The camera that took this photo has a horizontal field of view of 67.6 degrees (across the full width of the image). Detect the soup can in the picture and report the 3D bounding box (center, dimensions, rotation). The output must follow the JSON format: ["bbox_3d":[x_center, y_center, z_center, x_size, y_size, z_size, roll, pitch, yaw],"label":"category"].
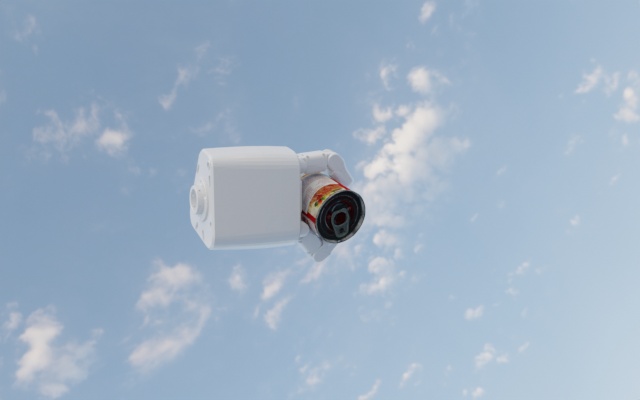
[{"bbox_3d":[0.000,0.002,0.598,0.068,0.068,0.102,0,21,-32],"label":"soup can"}]
